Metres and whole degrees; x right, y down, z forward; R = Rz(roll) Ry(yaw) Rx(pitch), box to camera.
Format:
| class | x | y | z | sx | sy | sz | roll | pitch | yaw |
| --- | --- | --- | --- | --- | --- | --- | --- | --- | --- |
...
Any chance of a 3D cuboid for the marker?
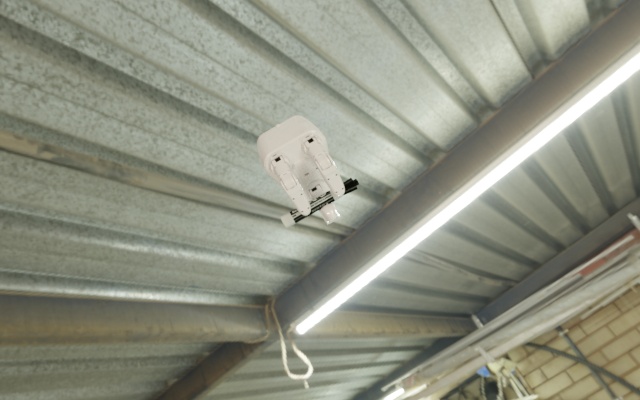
| class | x | y | z | sx | sy | sz | roll | pitch | yaw |
| --- | --- | --- | --- | --- | --- | --- | --- | --- | --- |
| marker | 0.000 | 0.002 | 0.676 | 0.121 | 0.020 | 0.020 | -29 | 1 | -2 |
